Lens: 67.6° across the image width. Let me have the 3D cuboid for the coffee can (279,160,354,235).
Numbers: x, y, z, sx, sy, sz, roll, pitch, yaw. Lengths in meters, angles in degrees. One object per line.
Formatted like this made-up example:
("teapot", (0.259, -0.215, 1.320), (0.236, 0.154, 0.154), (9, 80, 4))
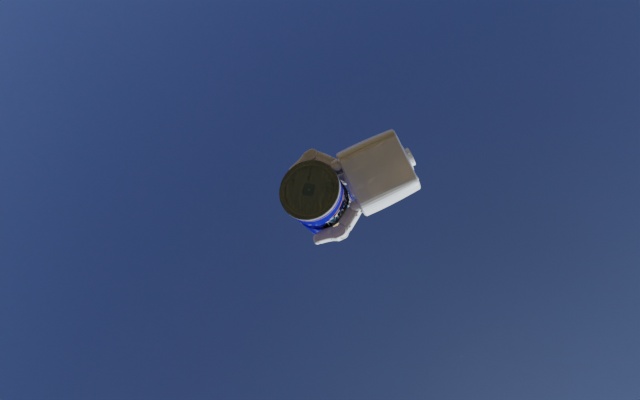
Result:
("coffee can", (0.000, 0.003, 0.831), (0.103, 0.102, 0.140), (0, -17, 17))
